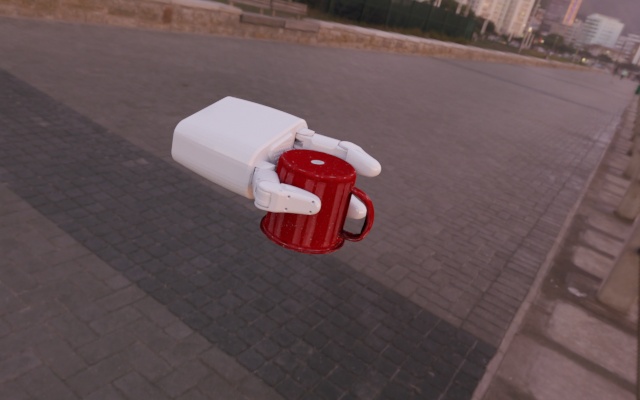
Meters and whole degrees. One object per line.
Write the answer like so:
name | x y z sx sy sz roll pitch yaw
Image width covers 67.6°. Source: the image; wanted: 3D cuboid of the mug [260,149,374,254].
mug | 0.001 0.002 0.492 0.117 0.081 0.093 22 24 20
